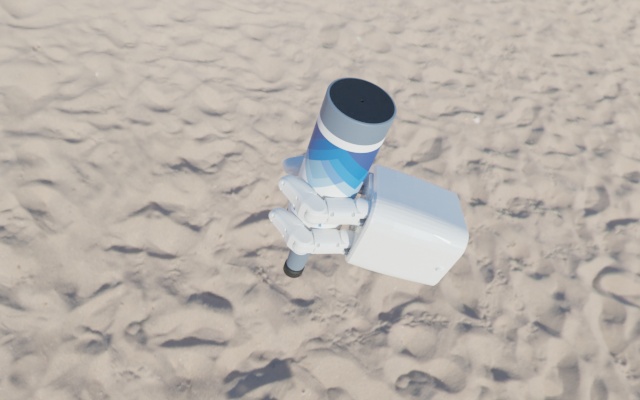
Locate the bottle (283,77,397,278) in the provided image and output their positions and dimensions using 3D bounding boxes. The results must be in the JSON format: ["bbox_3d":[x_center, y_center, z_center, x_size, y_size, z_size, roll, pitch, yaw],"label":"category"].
[{"bbox_3d":[0.000,0.002,0.537,0.069,0.069,0.296,0,-39,-19],"label":"bottle"}]
